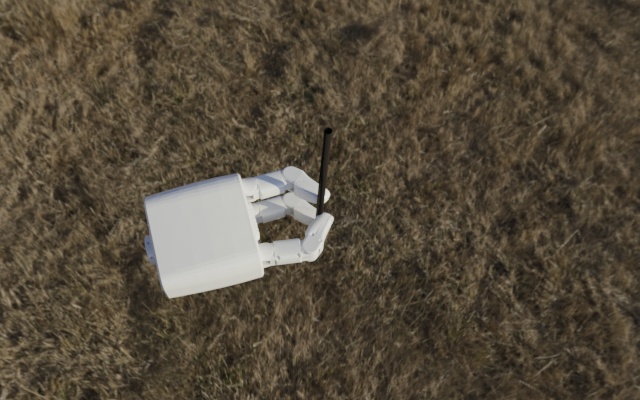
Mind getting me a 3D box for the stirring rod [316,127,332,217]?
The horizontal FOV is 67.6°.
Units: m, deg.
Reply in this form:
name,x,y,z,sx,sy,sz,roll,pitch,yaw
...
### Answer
name,x,y,z,sx,sy,sz,roll,pitch,yaw
stirring rod,0.000,0.002,0.529,0.011,0.011,0.240,0,-32,-4
